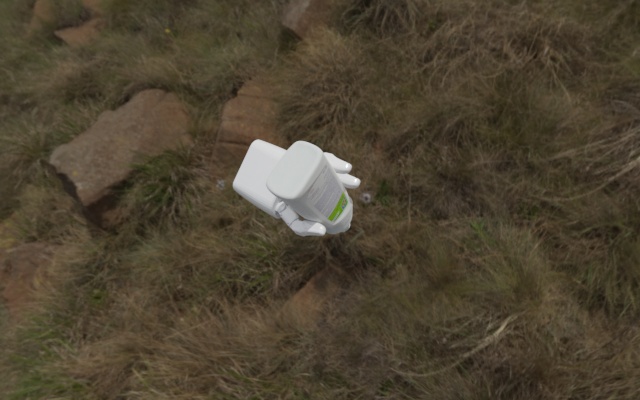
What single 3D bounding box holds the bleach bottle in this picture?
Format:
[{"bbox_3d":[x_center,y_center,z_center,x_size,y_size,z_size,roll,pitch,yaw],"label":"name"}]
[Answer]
[{"bbox_3d":[0.000,0.003,0.829,0.068,0.102,0.251,27,-13,29],"label":"bleach bottle"}]
